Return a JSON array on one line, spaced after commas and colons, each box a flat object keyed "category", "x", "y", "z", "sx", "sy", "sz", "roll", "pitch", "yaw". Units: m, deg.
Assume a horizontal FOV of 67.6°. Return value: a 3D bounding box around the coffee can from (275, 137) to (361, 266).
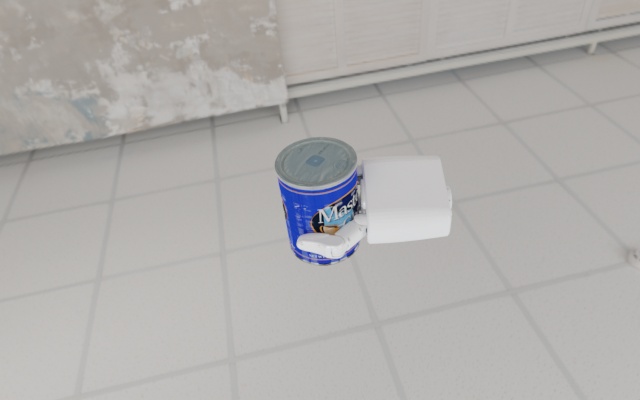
[{"category": "coffee can", "x": 0.000, "y": 0.002, "z": 0.635, "sx": 0.103, "sy": 0.140, "sz": 0.102, "roll": -4, "pitch": 41, "yaw": 3}]
